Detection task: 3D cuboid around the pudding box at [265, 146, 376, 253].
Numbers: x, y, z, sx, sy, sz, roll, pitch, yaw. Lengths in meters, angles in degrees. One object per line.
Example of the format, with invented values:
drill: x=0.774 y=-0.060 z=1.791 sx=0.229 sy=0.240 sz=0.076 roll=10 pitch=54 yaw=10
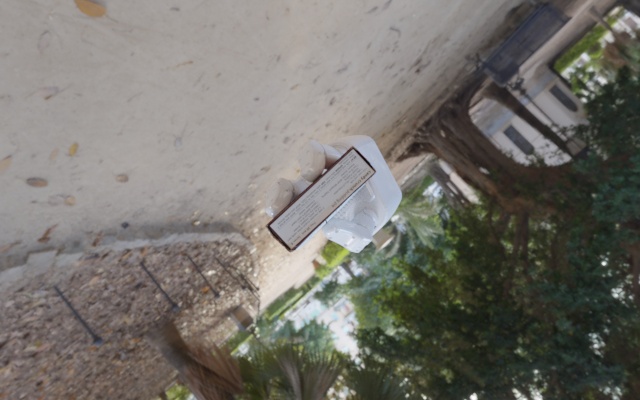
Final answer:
pudding box: x=0.000 y=0.002 z=0.478 sx=0.113 sy=0.039 sz=0.090 roll=-45 pitch=-3 yaw=-5
